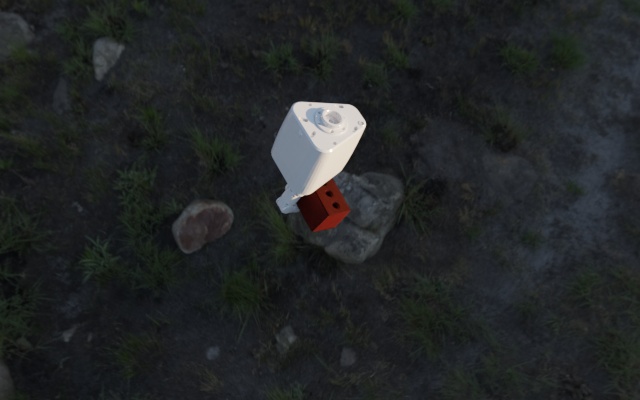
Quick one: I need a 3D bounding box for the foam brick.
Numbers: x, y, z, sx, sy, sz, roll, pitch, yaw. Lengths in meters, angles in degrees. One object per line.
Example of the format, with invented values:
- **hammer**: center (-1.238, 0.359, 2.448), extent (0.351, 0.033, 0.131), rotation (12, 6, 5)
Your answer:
- **foam brick**: center (0.000, 0.003, 0.761), extent (0.053, 0.078, 0.051), rotation (-10, -26, -46)
